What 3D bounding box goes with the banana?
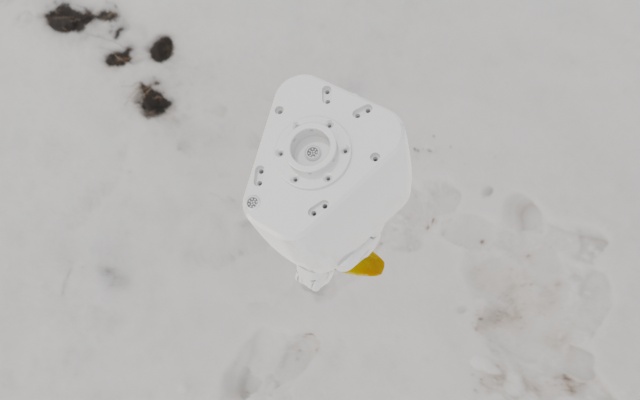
[{"bbox_3d":[-0.017,0.010,0.490,0.069,0.197,0.037,-35,-21,-2],"label":"banana"}]
